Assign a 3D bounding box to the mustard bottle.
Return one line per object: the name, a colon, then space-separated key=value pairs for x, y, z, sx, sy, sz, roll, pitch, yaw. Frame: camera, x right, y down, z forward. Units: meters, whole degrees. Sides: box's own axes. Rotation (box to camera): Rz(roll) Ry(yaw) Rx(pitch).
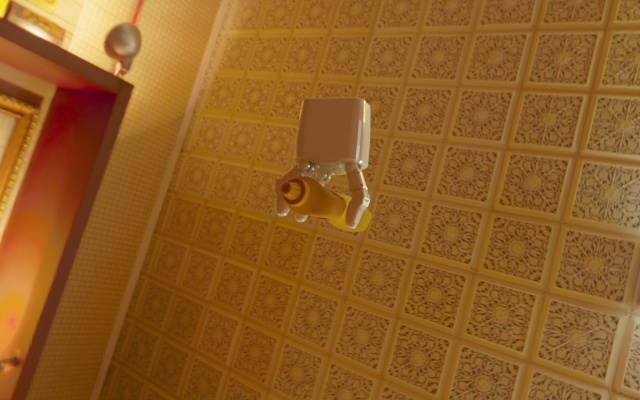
mustard bottle: x=0.000 y=0.003 z=0.754 sx=0.096 sy=0.058 sz=0.192 roll=26 pitch=1 yaw=33
